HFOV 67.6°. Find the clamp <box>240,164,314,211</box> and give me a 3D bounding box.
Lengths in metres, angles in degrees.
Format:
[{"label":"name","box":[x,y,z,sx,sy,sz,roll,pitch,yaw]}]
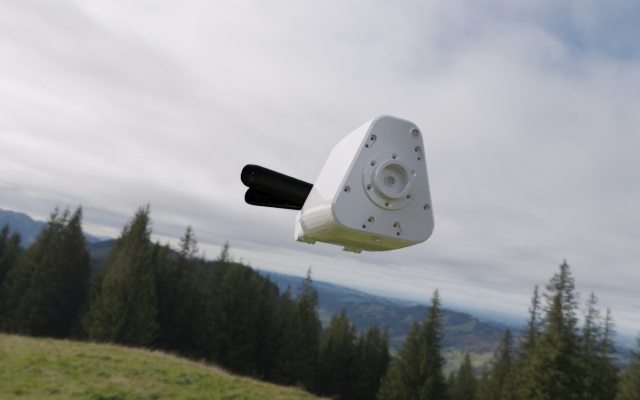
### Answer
[{"label":"clamp","box":[0.001,0.001,0.584,0.210,0.036,0.164,12,-8,-13]}]
